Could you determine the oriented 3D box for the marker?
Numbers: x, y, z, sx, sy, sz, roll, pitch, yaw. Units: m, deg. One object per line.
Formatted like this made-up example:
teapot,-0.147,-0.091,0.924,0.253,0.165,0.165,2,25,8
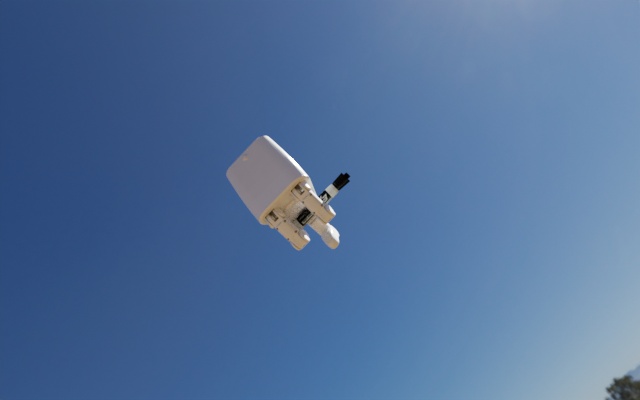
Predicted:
marker,0.000,0.002,0.735,0.020,0.121,0.020,44,6,-6
